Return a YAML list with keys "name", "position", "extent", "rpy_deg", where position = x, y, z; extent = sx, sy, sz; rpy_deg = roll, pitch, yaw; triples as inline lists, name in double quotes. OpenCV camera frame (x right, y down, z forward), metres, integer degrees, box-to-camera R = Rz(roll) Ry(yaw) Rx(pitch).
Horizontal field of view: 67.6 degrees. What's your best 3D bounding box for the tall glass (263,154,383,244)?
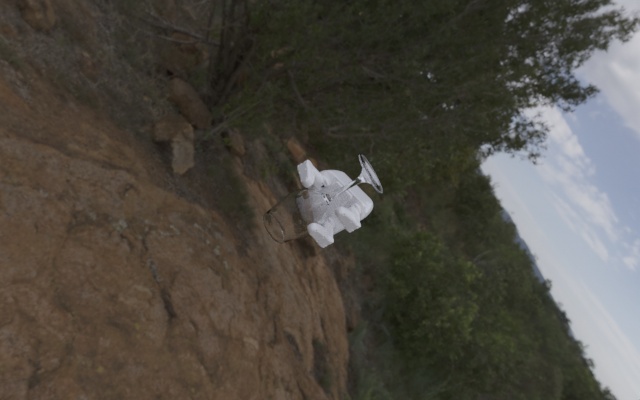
- name: "tall glass"
  position: [0.001, 0.002, 0.809]
  extent: [0.201, 0.079, 0.079]
  rpy_deg: [-29, -9, 16]
